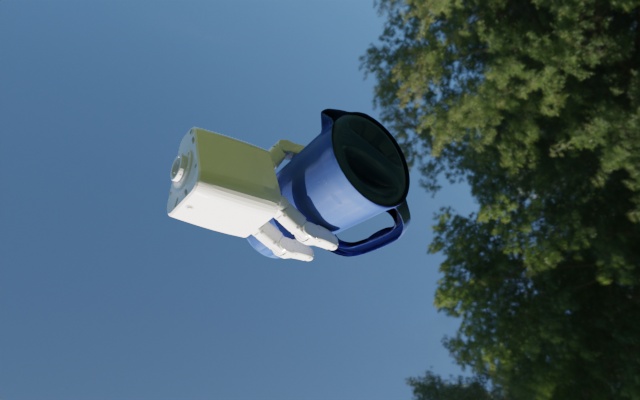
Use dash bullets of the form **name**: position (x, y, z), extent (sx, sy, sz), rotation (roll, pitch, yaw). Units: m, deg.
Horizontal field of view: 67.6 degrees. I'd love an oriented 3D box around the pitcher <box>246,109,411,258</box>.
- **pitcher**: position (0.000, 0.002, 0.662), extent (0.145, 0.149, 0.243), rotation (17, -35, -34)
